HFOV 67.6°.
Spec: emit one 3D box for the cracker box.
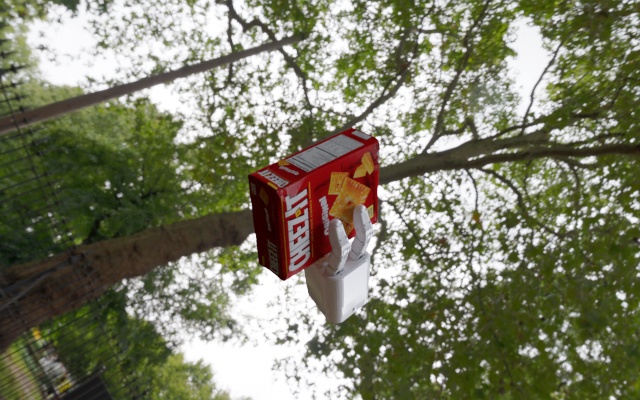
[{"bbox_3d":[0.000,0.002,0.740,0.213,0.164,0.072,-29,42,-35],"label":"cracker box"}]
